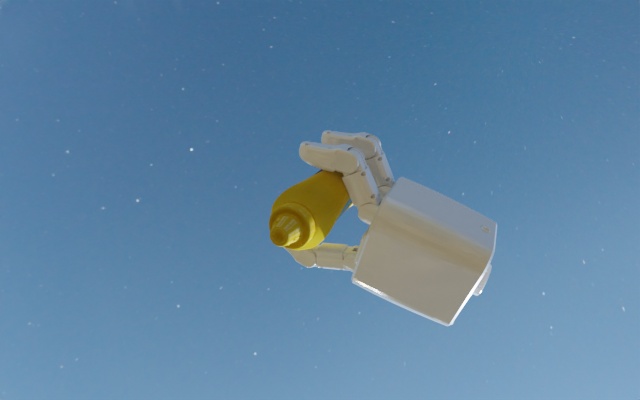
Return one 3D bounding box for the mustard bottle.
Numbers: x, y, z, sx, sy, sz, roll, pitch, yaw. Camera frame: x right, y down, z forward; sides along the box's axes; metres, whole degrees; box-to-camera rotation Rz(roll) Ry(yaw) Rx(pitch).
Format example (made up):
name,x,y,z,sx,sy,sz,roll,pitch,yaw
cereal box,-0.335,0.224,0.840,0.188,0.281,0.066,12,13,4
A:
name,x,y,z,sx,sy,sz,roll,pitch,yaw
mustard bottle,0.000,0.001,0.482,0.096,0.058,0.191,-43,-1,29
